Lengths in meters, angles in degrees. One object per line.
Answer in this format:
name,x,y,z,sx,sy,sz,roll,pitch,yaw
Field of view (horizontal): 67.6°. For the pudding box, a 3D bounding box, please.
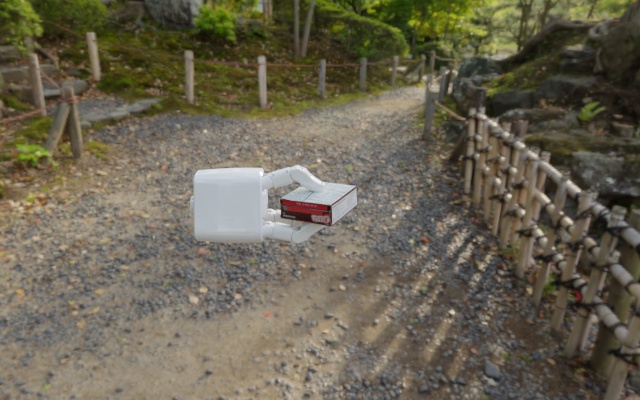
pudding box,0.000,0.002,0.767,0.090,0.039,0.113,9,23,24
